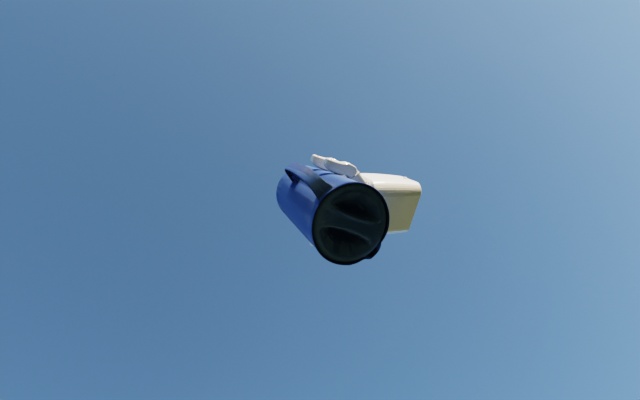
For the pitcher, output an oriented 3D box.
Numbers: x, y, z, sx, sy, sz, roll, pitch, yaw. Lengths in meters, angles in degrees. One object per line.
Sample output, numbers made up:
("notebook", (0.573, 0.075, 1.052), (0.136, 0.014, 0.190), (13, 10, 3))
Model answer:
("pitcher", (0.000, 0.003, 0.830), (0.145, 0.149, 0.242), (-1, 14, -23))
